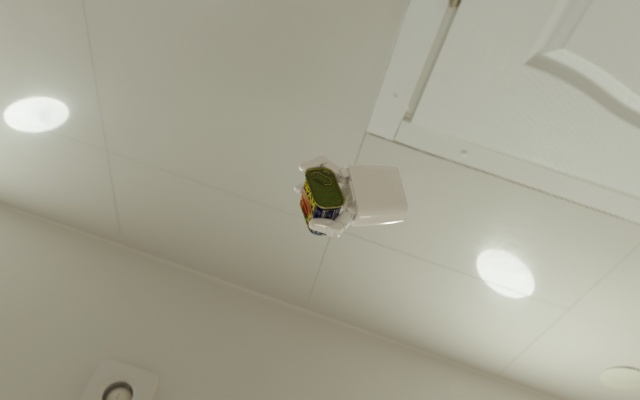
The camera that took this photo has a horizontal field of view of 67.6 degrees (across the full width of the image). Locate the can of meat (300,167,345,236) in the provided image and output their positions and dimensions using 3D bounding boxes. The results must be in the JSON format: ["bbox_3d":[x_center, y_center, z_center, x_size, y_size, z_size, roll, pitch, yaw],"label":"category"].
[{"bbox_3d":[0.000,0.003,0.891,0.057,0.102,0.084,-5,-41,-19],"label":"can of meat"}]
